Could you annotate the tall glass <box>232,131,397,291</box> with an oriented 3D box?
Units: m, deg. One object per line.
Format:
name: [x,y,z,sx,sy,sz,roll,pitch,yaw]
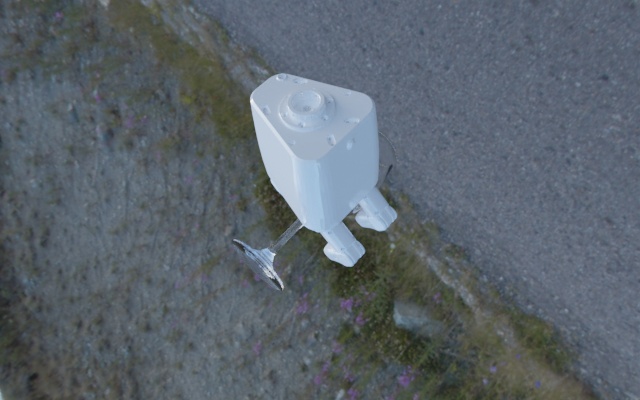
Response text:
tall glass: [0.000,0.002,0.529,0.201,0.079,0.079,-45,20,-21]
